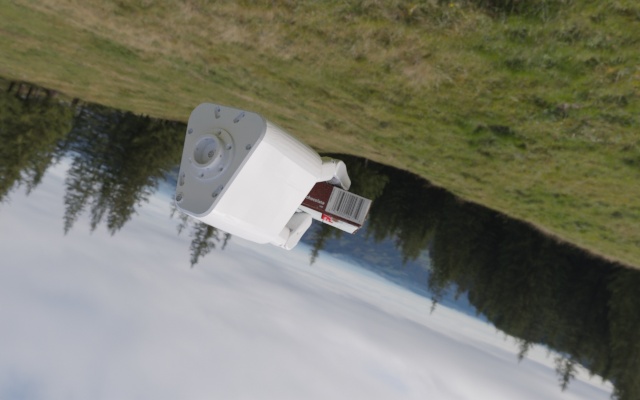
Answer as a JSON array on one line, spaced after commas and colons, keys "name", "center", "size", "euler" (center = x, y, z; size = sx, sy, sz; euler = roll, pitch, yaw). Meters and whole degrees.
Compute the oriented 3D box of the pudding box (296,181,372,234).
[{"name": "pudding box", "center": [0.000, 0.002, 0.581], "size": [0.113, 0.039, 0.090], "euler": [23, -8, 2]}]
